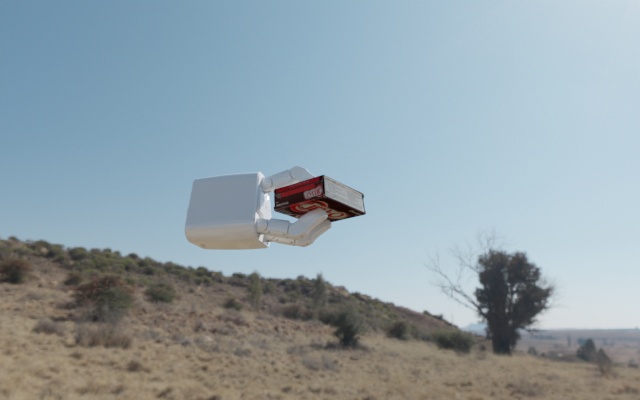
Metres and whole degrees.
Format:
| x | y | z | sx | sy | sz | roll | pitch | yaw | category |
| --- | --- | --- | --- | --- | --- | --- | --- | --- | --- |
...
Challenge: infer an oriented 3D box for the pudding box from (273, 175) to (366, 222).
| x | y | z | sx | sy | sz | roll | pitch | yaw | category |
| --- | --- | --- | --- | --- | --- | --- | --- | --- | --- |
| 0.000 | 0.002 | 0.702 | 0.090 | 0.039 | 0.113 | -14 | -19 | 33 | pudding box |
